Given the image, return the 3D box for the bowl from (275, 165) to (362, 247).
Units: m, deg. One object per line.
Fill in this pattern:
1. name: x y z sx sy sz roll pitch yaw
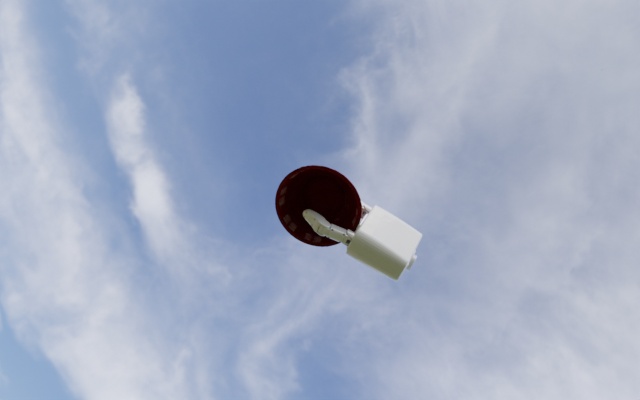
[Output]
1. bowl: -0.001 0.002 0.886 0.162 0.162 0.055 0 24 13
